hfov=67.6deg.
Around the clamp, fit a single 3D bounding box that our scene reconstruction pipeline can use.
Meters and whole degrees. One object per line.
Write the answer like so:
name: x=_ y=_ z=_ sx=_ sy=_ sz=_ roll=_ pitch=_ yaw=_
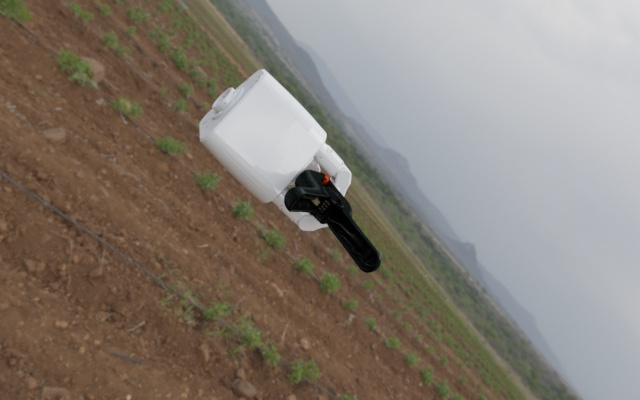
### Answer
clamp: x=0.001 y=0.001 z=0.523 sx=0.120 sy=0.039 sz=0.171 roll=45 pitch=7 yaw=-27
